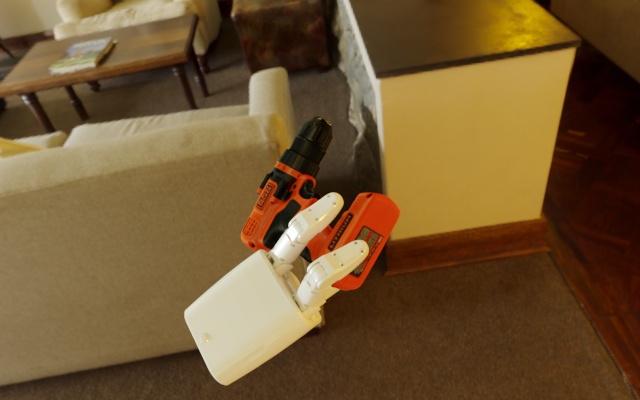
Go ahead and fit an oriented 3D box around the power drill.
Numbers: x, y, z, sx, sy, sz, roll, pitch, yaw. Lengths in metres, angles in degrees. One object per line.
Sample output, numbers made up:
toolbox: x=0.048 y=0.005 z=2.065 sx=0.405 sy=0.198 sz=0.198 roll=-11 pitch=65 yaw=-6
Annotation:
power drill: x=0.000 y=0.002 z=0.542 sx=0.057 sy=0.184 sz=0.187 roll=27 pitch=2 yaw=-40
